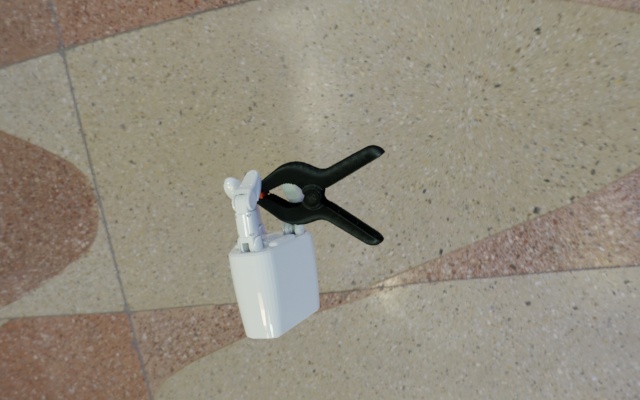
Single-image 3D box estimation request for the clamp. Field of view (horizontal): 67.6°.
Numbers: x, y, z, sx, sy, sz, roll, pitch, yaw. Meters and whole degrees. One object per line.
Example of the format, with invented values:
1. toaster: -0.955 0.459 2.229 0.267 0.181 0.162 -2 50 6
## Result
1. clamp: 0.000 0.002 0.578 0.171 0.120 0.039 -6 9 18
